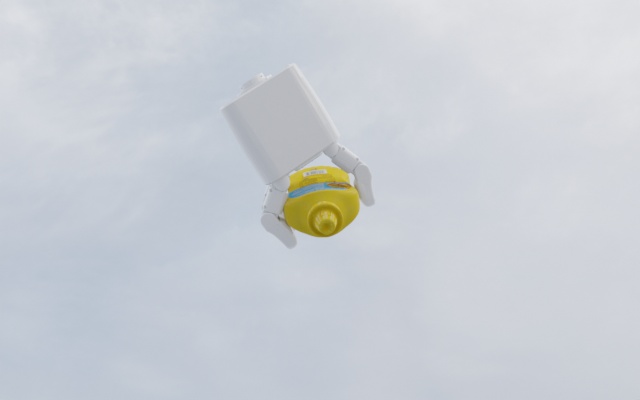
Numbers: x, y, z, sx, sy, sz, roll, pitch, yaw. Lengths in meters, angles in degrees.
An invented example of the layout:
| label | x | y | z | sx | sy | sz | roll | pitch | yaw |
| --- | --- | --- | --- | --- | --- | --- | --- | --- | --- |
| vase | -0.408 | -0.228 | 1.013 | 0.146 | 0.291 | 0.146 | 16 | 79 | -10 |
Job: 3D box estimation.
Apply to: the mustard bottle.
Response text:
| label | x | y | z | sx | sy | sz | roll | pitch | yaw |
| --- | --- | --- | --- | --- | --- | --- | --- | --- | --- |
| mustard bottle | 0.000 | 0.002 | 0.610 | 0.096 | 0.058 | 0.191 | -8 | 16 | -2 |
